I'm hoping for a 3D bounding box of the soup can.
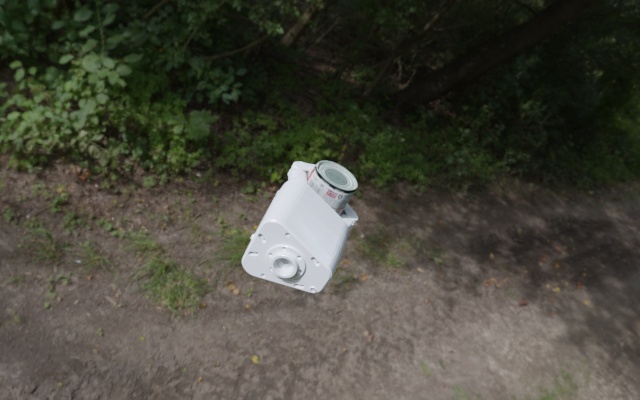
[{"bbox_3d":[0.000,0.002,0.684,0.068,0.102,0.068,23,31,-15],"label":"soup can"}]
